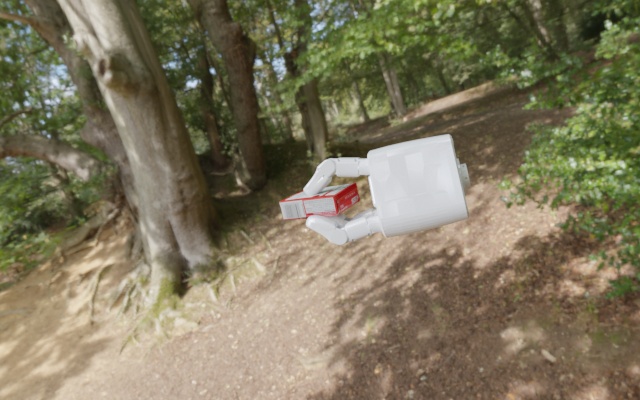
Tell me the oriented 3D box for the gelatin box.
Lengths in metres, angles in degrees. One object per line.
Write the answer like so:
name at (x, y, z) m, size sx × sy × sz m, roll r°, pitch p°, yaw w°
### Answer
gelatin box at (0.000, 0.002, 0.661) m, size 0.089 × 0.030 × 0.073 m, roll -6°, pitch 11°, yaw 28°
